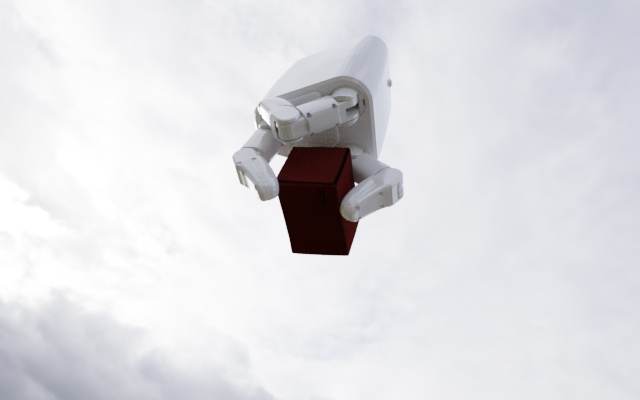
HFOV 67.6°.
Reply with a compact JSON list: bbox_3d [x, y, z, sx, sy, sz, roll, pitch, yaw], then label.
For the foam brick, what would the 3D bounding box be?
[{"bbox_3d":[0.000,0.002,0.401,0.053,0.078,0.051,3,39,16],"label":"foam brick"}]
